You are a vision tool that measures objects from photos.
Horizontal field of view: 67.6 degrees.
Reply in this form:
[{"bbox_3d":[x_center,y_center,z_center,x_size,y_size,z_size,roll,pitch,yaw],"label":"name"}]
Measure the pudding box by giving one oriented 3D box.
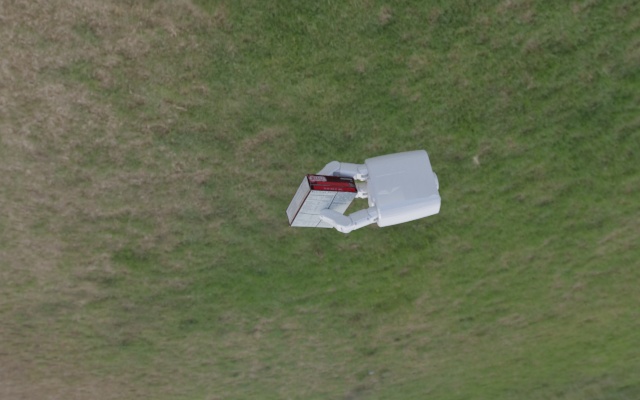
[{"bbox_3d":[0.000,0.003,0.824,0.090,0.039,0.114,4,-39,-25],"label":"pudding box"}]
